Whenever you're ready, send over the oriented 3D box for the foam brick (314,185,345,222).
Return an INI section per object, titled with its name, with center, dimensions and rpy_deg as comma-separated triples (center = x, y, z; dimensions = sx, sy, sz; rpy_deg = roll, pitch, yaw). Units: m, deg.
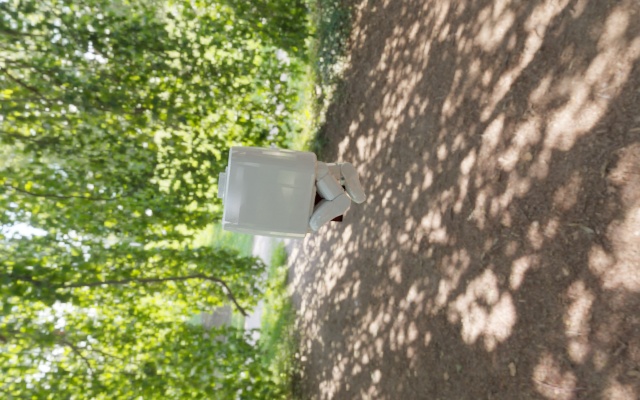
[foam brick]
center = 0.000, 0.002, 0.683
dimensions = 0.051, 0.053, 0.078
rpy_deg = 6, -3, -11
